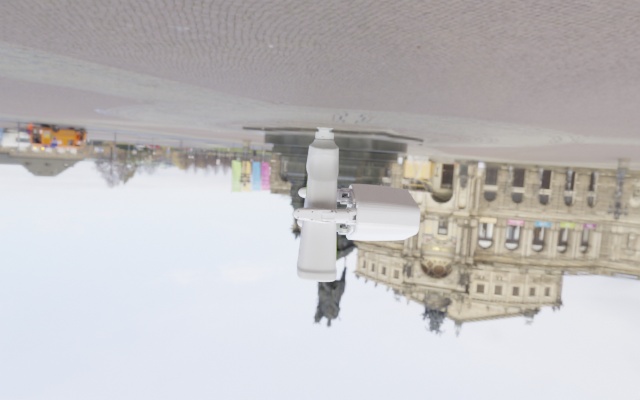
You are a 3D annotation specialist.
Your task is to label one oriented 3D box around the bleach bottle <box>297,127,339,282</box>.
[{"bbox_3d":[0.000,0.003,0.808,0.068,0.251,0.102,3,5,-5],"label":"bleach bottle"}]
